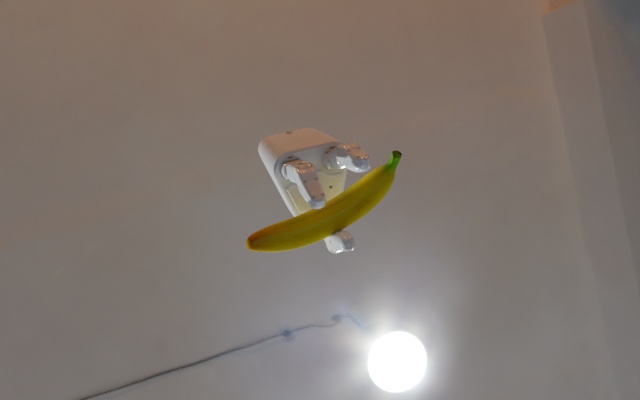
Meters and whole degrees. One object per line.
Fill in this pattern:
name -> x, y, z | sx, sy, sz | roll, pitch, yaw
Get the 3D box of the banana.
banana -> 0.009, 0.011, 0.549 | 0.198, 0.037, 0.070 | -32, -43, -2
